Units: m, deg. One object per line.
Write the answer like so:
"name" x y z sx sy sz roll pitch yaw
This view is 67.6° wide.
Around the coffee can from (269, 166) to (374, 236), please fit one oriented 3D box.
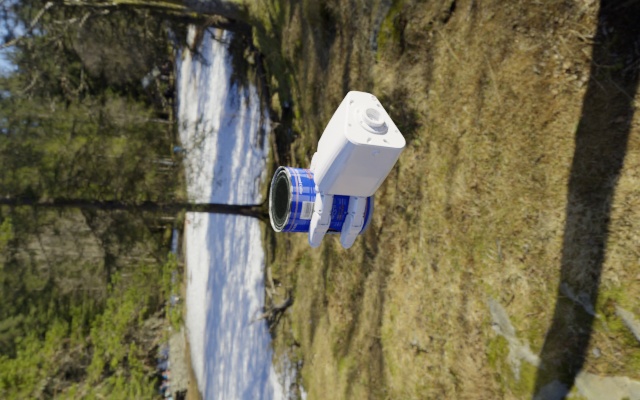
"coffee can" 0.000 0.003 0.764 0.140 0.103 0.103 4 -2 -23
